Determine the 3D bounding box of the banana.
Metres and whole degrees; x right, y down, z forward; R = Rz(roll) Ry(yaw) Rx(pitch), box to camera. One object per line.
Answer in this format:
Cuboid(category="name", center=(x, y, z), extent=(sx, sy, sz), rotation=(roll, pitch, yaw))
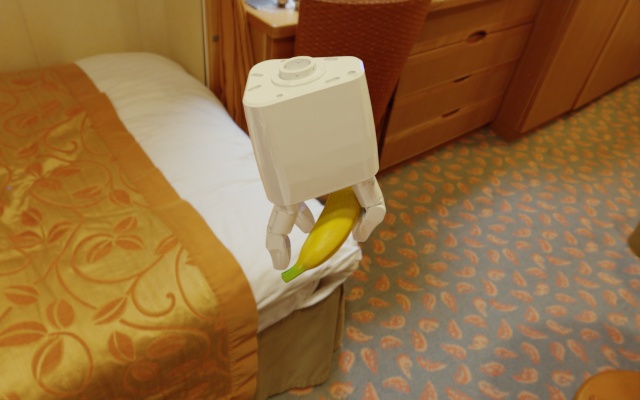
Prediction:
Cuboid(category="banana", center=(0.015, 0.002, 0.521), extent=(0.069, 0.037, 0.197), rotation=(-8, 39, 31))
